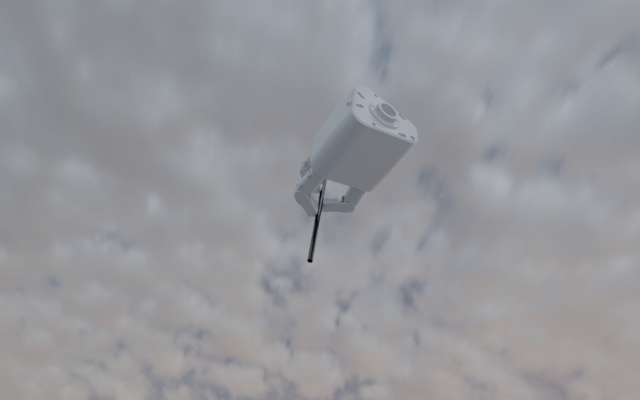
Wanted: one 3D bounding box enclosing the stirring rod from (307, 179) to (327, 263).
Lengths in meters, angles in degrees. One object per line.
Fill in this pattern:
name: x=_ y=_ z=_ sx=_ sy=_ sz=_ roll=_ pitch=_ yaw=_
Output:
stirring rod: x=0.000 y=0.002 z=0.741 sx=0.011 sy=0.011 sz=0.239 roll=0 pitch=42 yaw=9
